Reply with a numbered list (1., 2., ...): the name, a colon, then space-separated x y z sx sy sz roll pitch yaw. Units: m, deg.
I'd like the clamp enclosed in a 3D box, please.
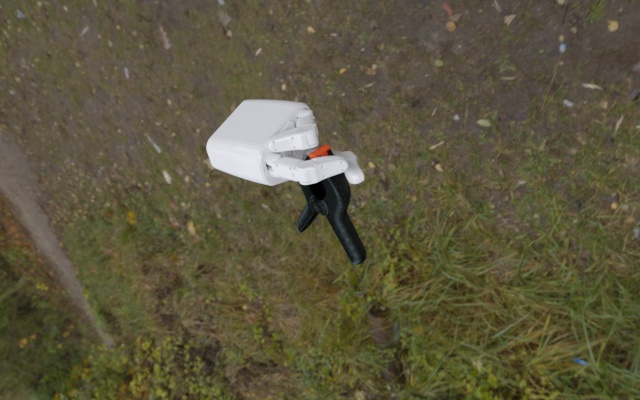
1. clamp: 0.000 0.002 0.631 0.120 0.172 0.039 15 41 36
